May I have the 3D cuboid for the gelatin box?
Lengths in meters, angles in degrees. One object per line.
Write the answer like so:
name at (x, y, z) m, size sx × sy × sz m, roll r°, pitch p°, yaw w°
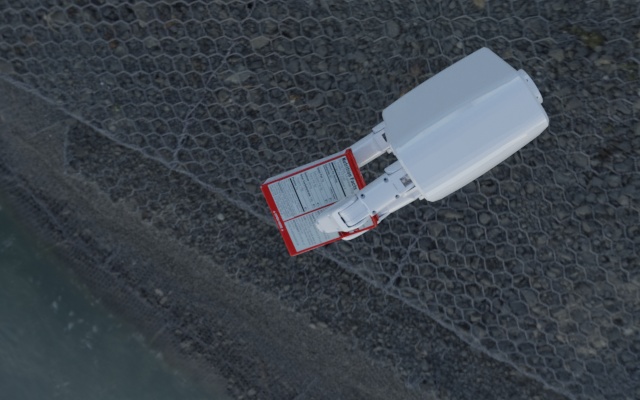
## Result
gelatin box at (0.000, 0.002, 0.440) m, size 0.089 × 0.073 × 0.030 m, roll -20°, pitch 13°, yaw 11°
